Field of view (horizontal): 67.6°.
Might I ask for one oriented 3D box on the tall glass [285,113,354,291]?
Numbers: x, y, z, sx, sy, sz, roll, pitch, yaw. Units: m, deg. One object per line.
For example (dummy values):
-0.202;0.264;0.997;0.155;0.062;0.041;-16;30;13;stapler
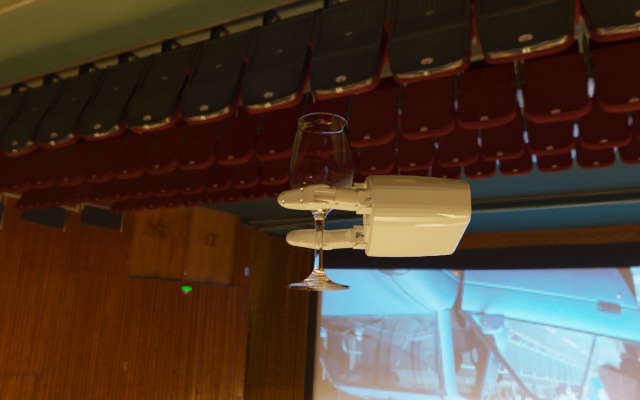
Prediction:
0.000;0.002;0.560;0.079;0.201;0.079;1;-15;0;tall glass
